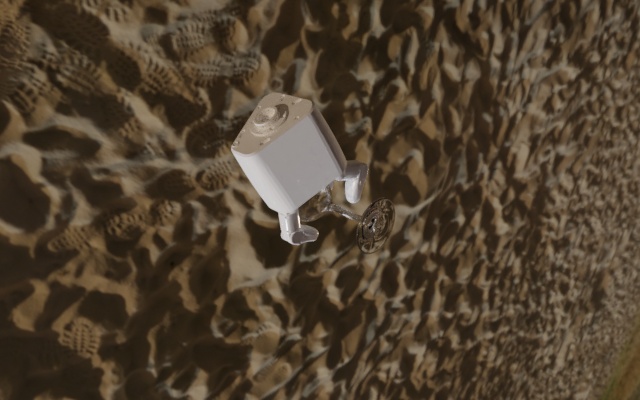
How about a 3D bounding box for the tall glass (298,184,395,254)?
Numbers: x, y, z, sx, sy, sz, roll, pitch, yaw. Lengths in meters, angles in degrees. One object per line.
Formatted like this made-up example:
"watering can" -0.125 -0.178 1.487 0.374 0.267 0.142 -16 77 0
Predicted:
"tall glass" 0.001 0.002 0.656 0.201 0.079 0.079 23 15 40
